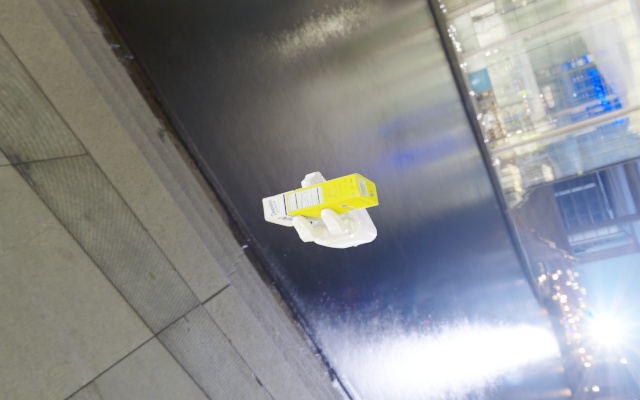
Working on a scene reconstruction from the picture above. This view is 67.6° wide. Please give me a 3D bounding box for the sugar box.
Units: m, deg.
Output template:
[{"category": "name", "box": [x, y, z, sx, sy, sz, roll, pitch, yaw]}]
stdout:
[{"category": "sugar box", "box": [0.000, 0.003, 0.820, 0.176, 0.048, 0.093, -18, -17, 22]}]
